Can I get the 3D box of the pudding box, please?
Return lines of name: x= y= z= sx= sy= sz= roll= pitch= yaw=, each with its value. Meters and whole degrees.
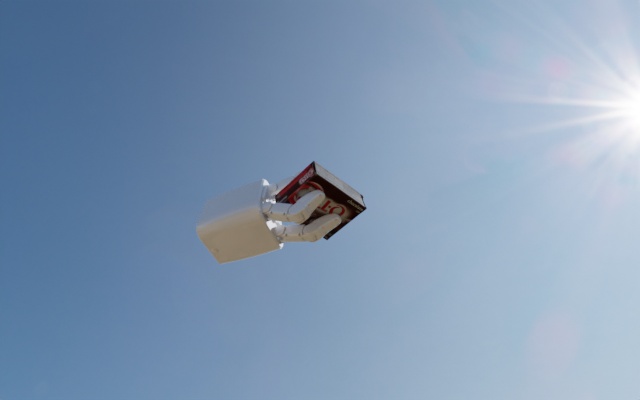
pudding box: x=0.000 y=0.002 z=0.736 sx=0.113 sy=0.039 sz=0.090 roll=31 pitch=-58 yaw=-33
